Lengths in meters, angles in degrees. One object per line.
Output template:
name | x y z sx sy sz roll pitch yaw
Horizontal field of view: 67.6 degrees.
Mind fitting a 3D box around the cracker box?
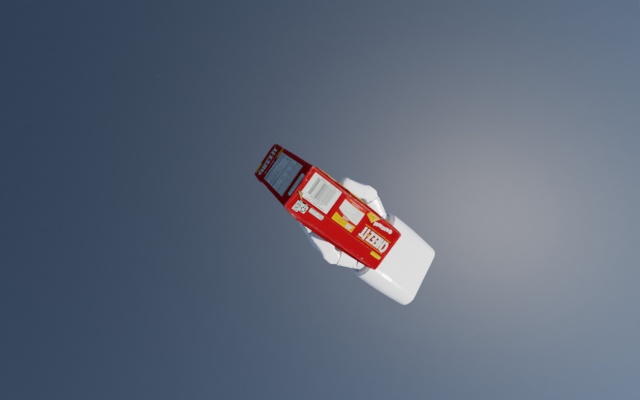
cracker box | 0.000 0.002 0.707 0.164 0.072 0.213 36 1 -23
